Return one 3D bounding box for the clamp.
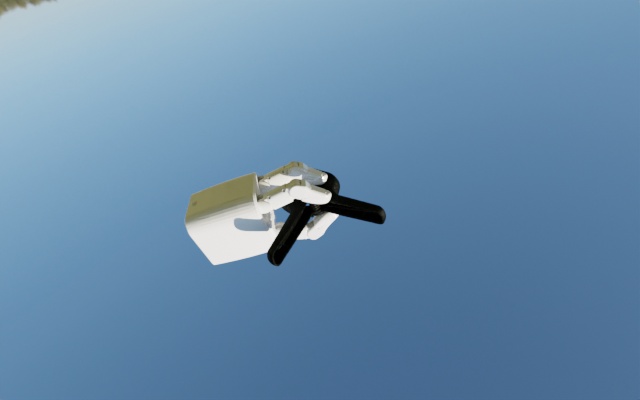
[{"bbox_3d":[0.000,0.003,0.697,0.164,0.036,0.209,-17,32,5],"label":"clamp"}]
